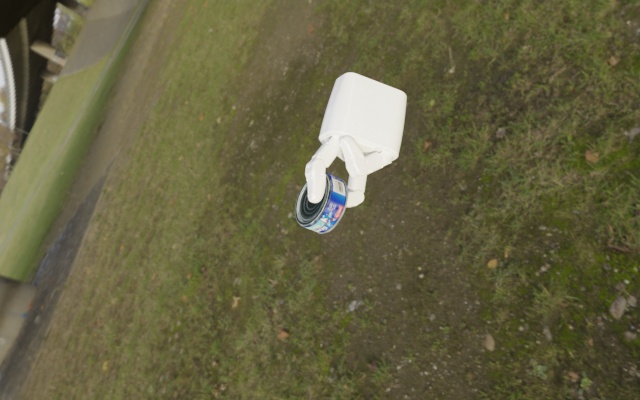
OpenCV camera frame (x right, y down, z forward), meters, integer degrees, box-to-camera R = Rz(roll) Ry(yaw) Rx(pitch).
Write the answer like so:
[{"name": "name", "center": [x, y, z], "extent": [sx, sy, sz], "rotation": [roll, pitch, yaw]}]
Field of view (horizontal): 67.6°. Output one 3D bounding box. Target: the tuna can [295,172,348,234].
[{"name": "tuna can", "center": [0.000, 0.002, 0.687], "extent": [0.034, 0.086, 0.086], "rotation": [22, -12, -31]}]
